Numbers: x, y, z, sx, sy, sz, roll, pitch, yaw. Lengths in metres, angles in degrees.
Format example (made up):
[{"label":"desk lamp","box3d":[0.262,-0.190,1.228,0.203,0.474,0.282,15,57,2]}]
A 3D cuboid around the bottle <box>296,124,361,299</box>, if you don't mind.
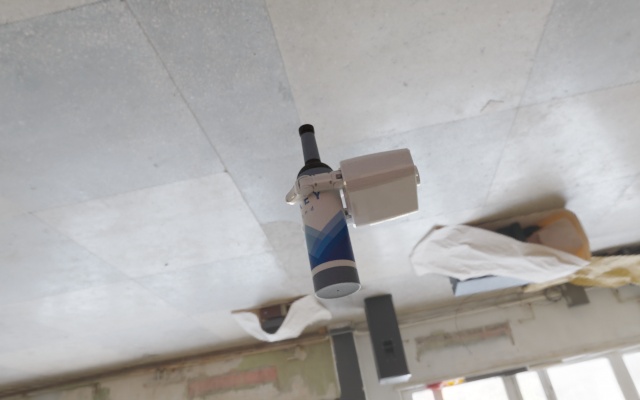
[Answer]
[{"label":"bottle","box3d":[0.000,0.003,0.746,0.069,0.295,0.069,-8,-29,-5]}]
